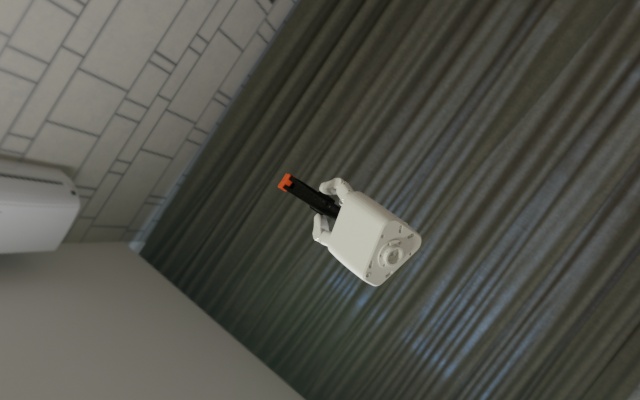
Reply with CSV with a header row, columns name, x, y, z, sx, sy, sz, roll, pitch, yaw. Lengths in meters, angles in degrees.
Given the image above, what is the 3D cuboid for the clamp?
name,x,y,z,sx,sy,sz,roll,pitch,yaw
clamp,-0.001,0.003,0.863,0.210,0.036,0.164,31,3,-36
